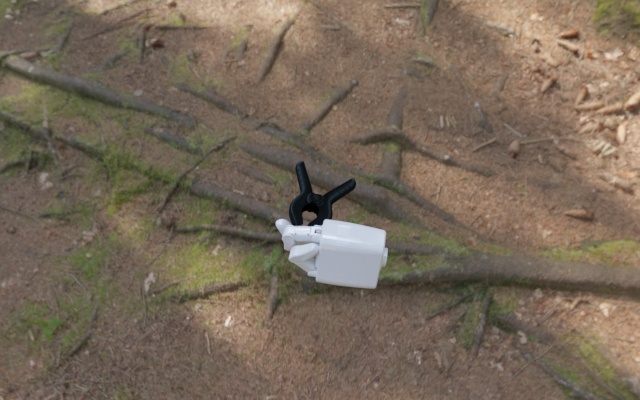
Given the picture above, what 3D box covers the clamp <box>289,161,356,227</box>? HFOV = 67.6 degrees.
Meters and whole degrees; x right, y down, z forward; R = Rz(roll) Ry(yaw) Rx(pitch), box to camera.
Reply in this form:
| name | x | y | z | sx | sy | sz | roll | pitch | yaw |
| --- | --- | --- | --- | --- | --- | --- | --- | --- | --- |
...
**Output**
| name | x | y | z | sx | sy | sz | roll | pitch | yaw |
| --- | --- | --- | --- | --- | --- | --- | --- | --- | --- |
| clamp | 0.000 | 0.003 | 0.877 | 0.120 | 0.171 | 0.039 | 9 | -36 | 3 |
